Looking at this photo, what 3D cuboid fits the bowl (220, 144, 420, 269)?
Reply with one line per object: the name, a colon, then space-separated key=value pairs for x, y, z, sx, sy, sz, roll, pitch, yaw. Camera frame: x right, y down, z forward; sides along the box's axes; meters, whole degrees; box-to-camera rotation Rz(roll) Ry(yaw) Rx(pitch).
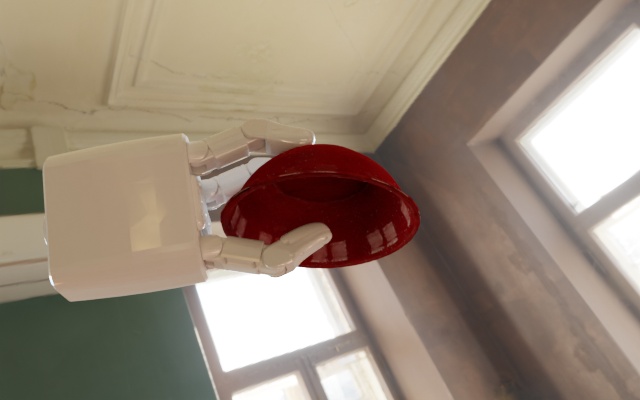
bowl: x=0.001 y=0.001 z=0.404 sx=0.162 sy=0.055 sz=0.162 roll=0 pitch=-32 yaw=0
